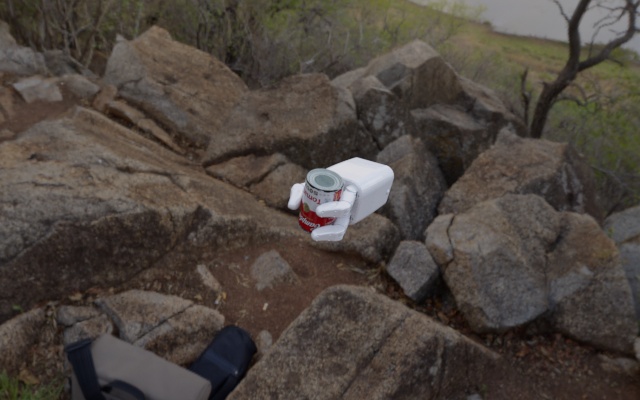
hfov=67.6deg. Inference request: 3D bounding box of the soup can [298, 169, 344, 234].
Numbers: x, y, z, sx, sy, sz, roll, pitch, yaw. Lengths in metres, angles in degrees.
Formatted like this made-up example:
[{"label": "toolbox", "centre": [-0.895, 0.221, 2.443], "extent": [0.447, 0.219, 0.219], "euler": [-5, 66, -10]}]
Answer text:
[{"label": "soup can", "centre": [0.000, 0.003, 0.853], "extent": [0.068, 0.102, 0.068], "euler": [7, 37, -6]}]
